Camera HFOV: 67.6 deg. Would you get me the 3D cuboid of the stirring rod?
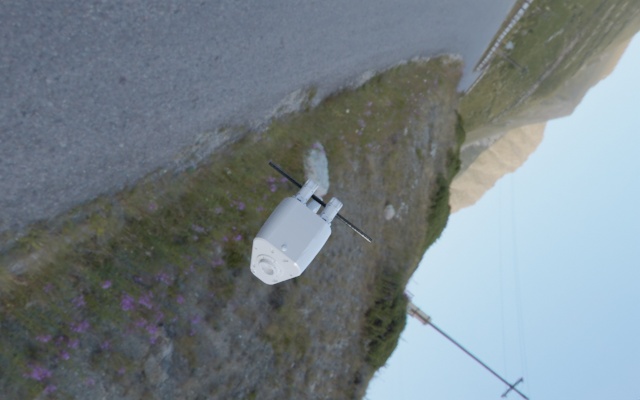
[{"bbox_3d":[0.000,0.003,0.894,0.239,0.011,0.011,38,-1,-2],"label":"stirring rod"}]
